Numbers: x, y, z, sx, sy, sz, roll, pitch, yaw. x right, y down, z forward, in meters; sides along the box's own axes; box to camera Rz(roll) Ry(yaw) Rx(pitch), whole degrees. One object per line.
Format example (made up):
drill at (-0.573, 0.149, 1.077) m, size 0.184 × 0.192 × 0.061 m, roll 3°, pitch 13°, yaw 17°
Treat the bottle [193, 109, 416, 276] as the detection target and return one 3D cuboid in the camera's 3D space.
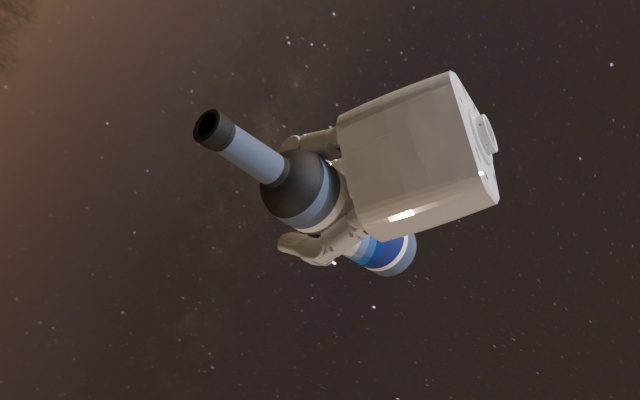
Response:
bottle at (0.000, 0.002, 0.448) m, size 0.069 × 0.069 × 0.296 m, roll 0°, pitch -22°, yaw 37°
